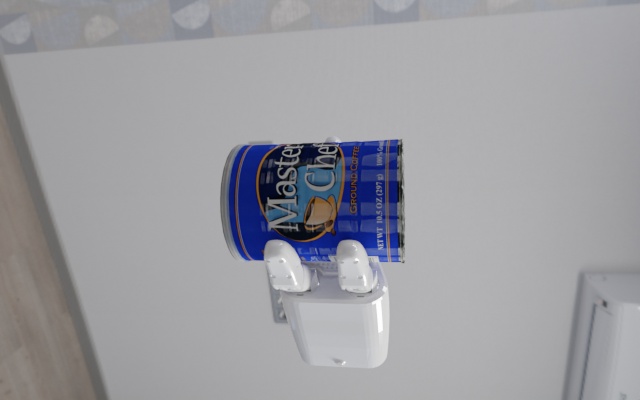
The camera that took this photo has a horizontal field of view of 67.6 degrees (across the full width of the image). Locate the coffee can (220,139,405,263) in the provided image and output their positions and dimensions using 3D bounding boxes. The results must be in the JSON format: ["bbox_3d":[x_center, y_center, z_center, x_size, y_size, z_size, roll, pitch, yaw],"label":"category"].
[{"bbox_3d":[0.000,0.001,0.405,0.140,0.103,0.103,-1,0,11],"label":"coffee can"}]
